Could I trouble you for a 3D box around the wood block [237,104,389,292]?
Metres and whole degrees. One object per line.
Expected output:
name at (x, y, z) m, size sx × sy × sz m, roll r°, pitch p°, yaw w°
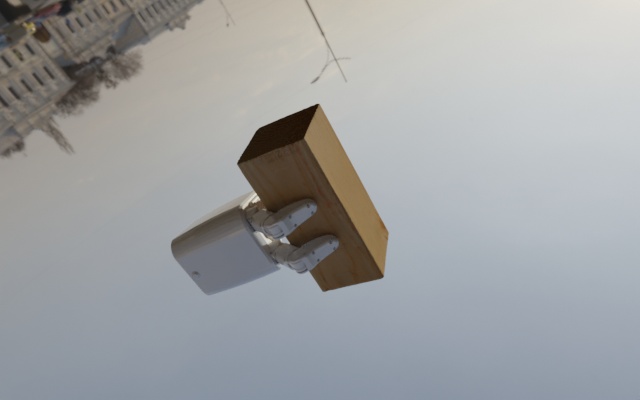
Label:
wood block at (0.000, 0.002, 0.583) m, size 0.090 × 0.206 × 0.090 m, roll -18°, pitch 30°, yaw 23°
